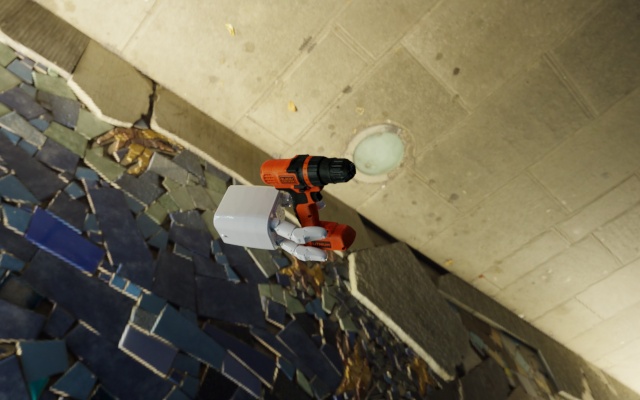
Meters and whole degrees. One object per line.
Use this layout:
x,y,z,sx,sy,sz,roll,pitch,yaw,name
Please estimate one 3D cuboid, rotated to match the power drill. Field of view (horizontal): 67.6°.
0.000,0.003,0.842,0.184,0.188,0.057,3,38,35,power drill
